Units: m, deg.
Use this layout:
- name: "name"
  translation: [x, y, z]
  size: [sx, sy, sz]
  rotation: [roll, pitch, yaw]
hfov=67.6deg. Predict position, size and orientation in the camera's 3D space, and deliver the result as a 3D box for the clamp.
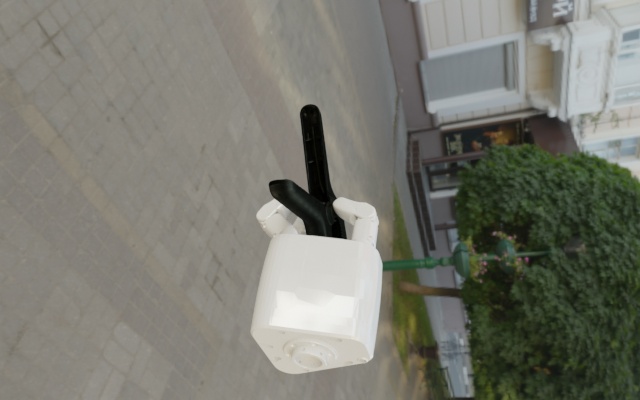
- name: "clamp"
  translation: [0.001, 0.002, 0.567]
  size: [0.036, 0.164, 0.210]
  rotation: [-6, -46, 18]
